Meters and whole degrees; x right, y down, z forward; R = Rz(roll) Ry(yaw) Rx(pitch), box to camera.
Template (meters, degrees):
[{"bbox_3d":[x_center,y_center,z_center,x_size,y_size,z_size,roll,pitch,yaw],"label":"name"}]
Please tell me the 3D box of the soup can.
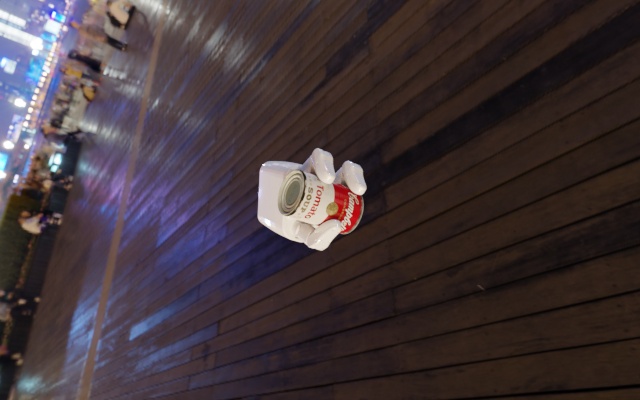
[{"bbox_3d":[0.000,0.002,0.667,0.102,0.068,0.068,19,-10,-32],"label":"soup can"}]
